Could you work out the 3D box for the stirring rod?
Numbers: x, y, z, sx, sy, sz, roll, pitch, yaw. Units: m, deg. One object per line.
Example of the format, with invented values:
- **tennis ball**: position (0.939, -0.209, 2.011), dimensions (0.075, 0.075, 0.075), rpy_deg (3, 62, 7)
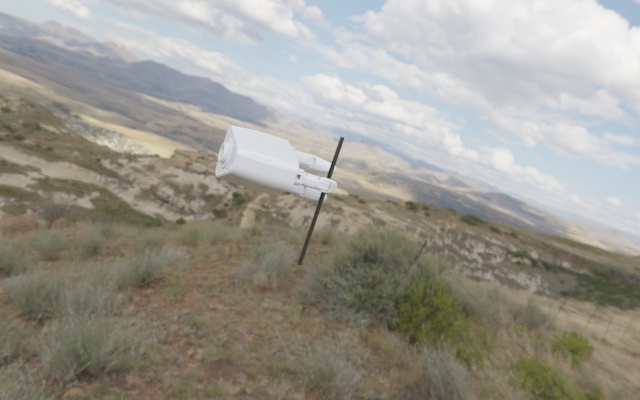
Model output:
- **stirring rod**: position (0.000, 0.003, 0.846), dimensions (0.011, 0.239, 0.011), rpy_deg (18, 7, -2)
